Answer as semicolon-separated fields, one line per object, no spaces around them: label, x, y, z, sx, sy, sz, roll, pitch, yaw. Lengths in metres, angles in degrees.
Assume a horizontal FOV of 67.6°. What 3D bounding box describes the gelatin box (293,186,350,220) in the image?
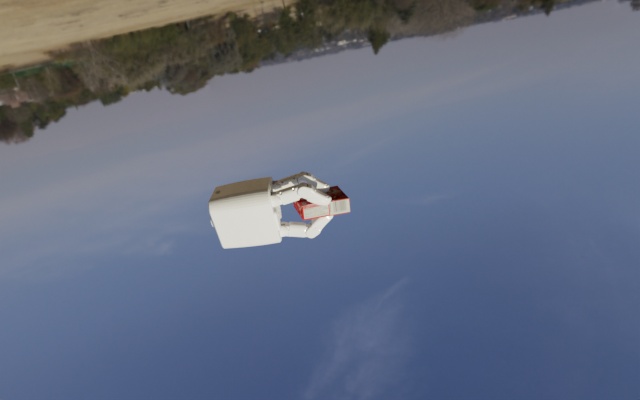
gelatin box;0.001;0.003;0.850;0.089;0.030;0.073;-9;21;-12
